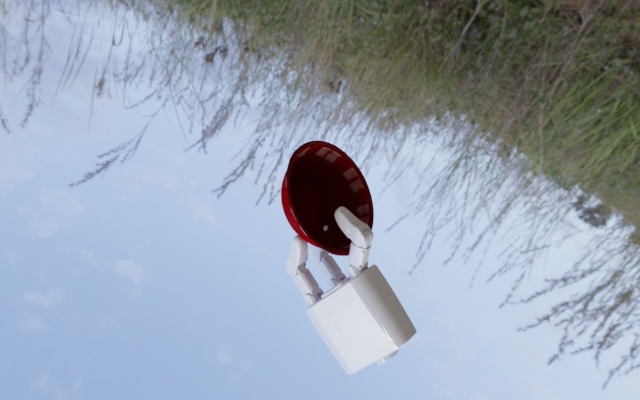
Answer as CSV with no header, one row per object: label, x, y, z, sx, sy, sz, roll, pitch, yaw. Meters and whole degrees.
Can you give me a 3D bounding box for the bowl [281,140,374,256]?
bowl,-0.001,0.001,0.654,0.162,0.162,0.055,0,-17,-45
